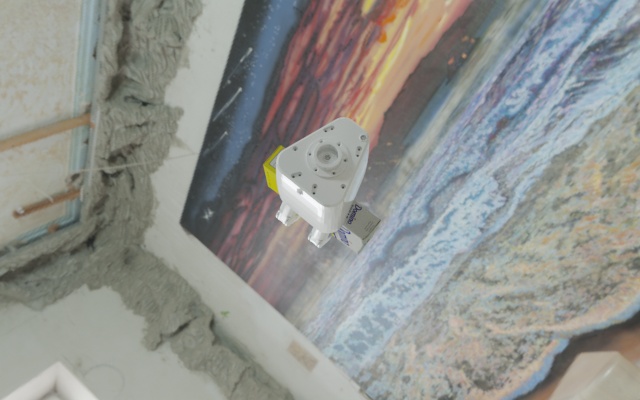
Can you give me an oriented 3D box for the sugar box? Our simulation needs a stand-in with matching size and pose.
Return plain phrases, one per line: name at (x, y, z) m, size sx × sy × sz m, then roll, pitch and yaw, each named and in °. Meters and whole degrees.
sugar box at (0.000, 0.003, 0.688) m, size 0.176 × 0.048 × 0.093 m, roll 39°, pitch -14°, yaw 11°
